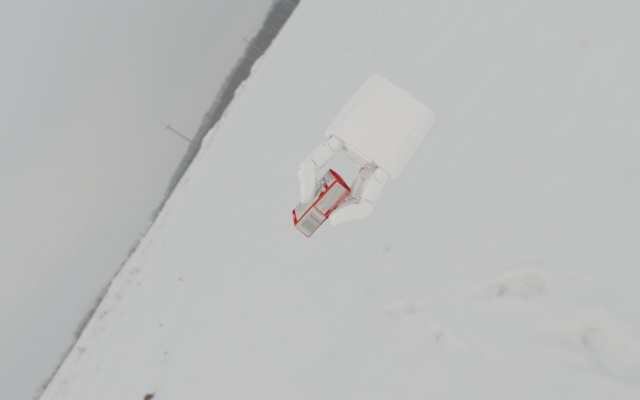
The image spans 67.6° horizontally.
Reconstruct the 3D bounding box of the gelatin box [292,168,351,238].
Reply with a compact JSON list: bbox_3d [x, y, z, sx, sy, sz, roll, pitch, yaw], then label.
[{"bbox_3d":[0.000,0.002,0.669,0.030,0.089,0.073,41,6,-14],"label":"gelatin box"}]
